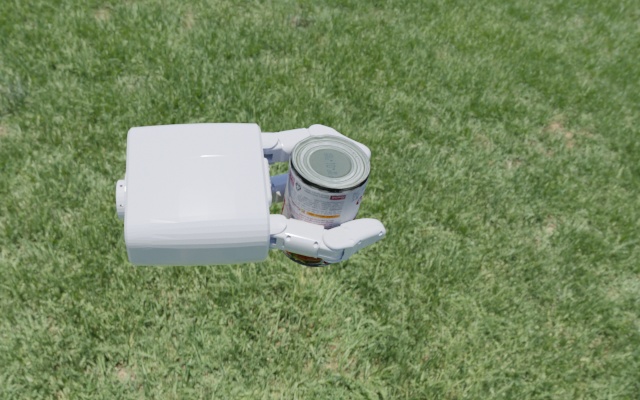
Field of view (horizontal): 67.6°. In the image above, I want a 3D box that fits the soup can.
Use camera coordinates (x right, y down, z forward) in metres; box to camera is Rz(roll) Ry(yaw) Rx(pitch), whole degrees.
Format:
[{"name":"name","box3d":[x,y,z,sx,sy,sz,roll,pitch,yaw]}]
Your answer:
[{"name":"soup can","box3d":[0.001,0.001,0.418,0.068,0.068,0.102,0,-43,-13]}]
